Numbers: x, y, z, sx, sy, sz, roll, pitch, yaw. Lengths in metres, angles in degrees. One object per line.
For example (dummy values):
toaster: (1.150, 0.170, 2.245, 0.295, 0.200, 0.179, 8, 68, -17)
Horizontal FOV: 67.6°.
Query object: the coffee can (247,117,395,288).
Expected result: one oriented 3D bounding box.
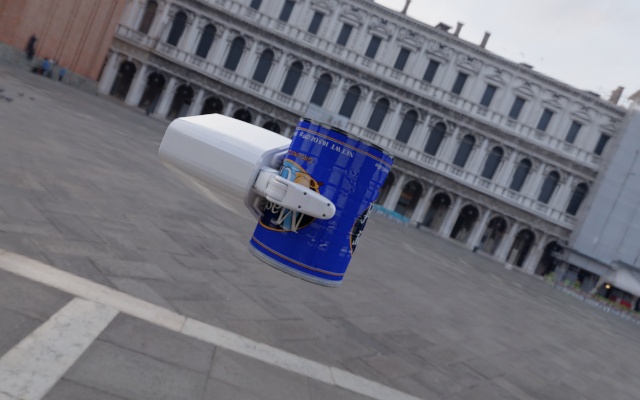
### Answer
coffee can: (0.000, 0.002, 0.480, 0.103, 0.140, 0.103, 23, 3, -1)
